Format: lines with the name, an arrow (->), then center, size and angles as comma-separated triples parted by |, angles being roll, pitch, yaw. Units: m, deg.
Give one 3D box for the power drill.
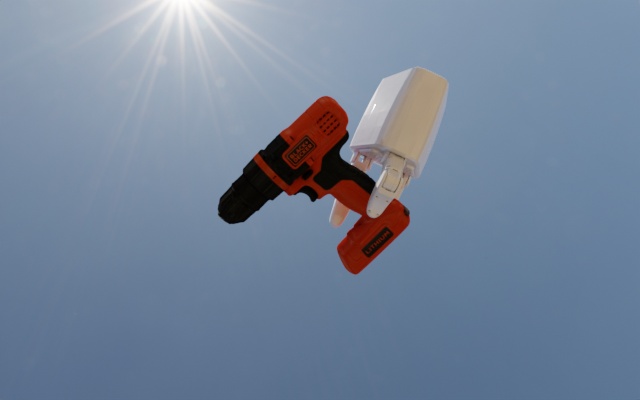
power drill -> 0.001, 0.002, 0.561 | 0.188, 0.184, 0.057 | 44, 6, -23
